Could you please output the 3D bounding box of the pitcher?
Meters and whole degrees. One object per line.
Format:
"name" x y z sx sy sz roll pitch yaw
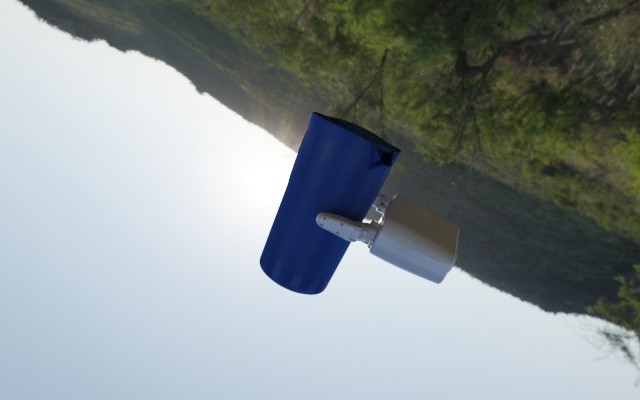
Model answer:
"pitcher" 0.000 0.002 0.687 0.145 0.243 0.149 26 13 6
